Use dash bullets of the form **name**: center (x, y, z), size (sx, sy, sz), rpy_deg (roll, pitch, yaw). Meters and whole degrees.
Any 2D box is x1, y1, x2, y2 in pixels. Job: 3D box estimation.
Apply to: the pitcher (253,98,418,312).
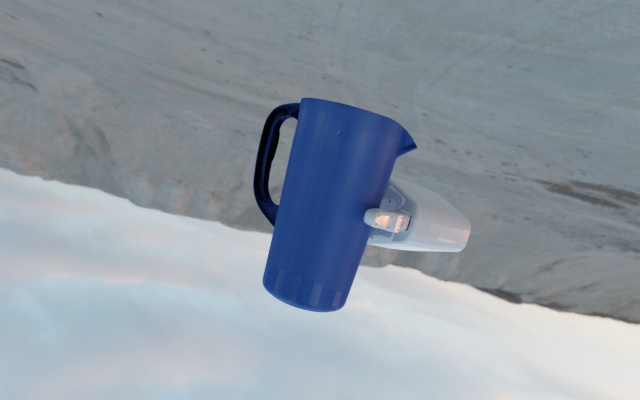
- **pitcher**: center (0.000, 0.002, 0.586), size (0.145, 0.243, 0.149), rpy_deg (13, 6, -32)
